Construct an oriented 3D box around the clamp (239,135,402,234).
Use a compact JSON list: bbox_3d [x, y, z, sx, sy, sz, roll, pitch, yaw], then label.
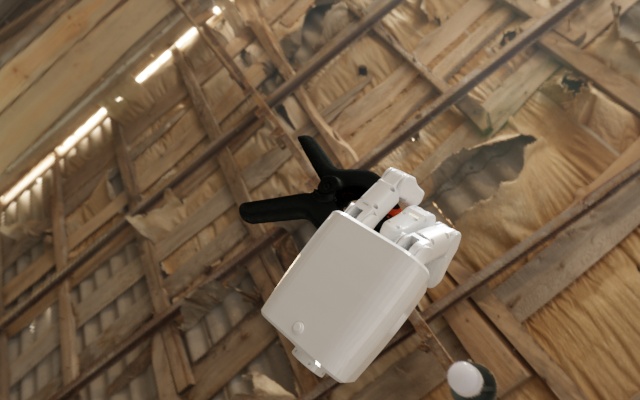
[{"bbox_3d":[0.000,0.002,0.473,0.171,0.120,0.039,30,-16,40],"label":"clamp"}]
